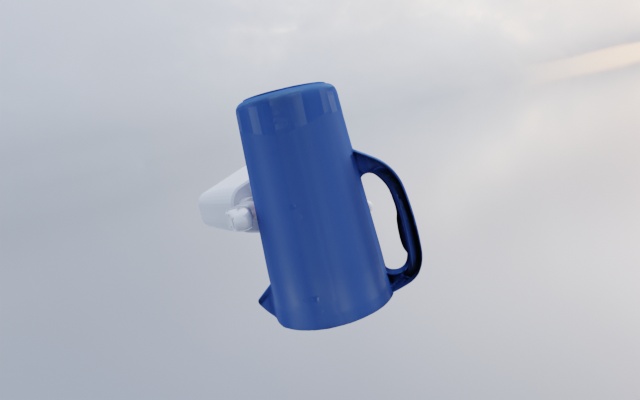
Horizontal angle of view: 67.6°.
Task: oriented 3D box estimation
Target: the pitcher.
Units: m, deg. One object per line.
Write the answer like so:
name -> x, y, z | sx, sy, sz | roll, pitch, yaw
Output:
pitcher -> 0.000, 0.002, 0.513 | 0.149, 0.243, 0.145 | -19, 10, -34
